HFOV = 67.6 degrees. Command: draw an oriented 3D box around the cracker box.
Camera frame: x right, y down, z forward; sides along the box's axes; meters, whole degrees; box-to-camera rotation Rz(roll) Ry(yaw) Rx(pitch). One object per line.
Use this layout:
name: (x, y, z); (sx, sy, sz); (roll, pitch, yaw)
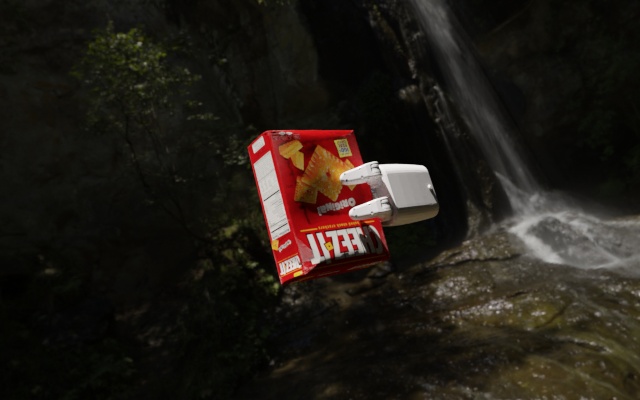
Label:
cracker box: (0.000, 0.002, 0.710); (0.164, 0.213, 0.072); (-5, -17, -37)
